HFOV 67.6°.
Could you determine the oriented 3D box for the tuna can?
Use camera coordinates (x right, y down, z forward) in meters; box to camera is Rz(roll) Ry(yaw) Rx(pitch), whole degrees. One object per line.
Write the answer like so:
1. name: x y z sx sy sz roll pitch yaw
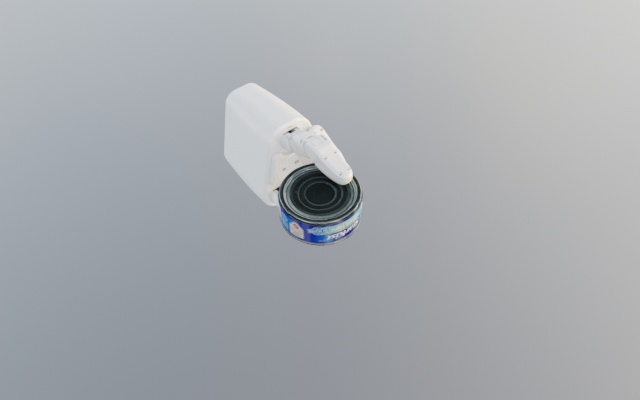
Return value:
1. tuna can: 0.000 0.001 0.483 0.086 0.086 0.034 0 -41 1
